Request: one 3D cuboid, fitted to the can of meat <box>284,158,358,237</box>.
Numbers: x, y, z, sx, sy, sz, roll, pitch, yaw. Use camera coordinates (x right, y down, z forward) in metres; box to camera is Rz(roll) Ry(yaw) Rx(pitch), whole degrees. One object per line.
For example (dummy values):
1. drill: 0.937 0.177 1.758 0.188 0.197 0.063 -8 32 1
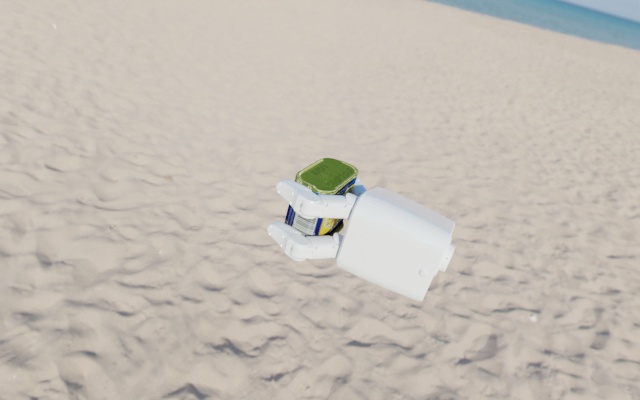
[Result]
1. can of meat: 0.000 0.002 0.584 0.057 0.084 0.102 25 30 17
